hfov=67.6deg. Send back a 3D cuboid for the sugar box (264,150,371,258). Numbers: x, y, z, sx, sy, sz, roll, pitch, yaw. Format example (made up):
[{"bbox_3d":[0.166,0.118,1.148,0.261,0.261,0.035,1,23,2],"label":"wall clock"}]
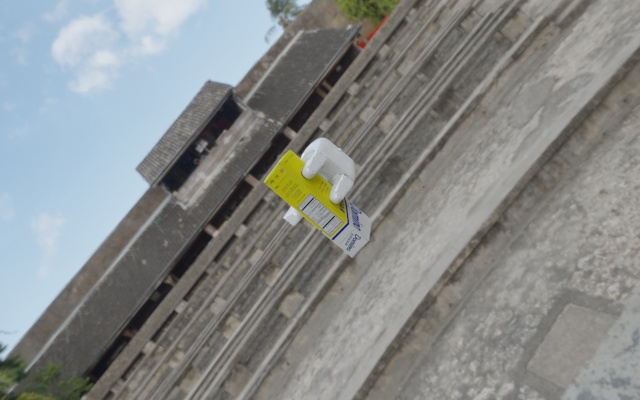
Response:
[{"bbox_3d":[0.000,0.002,0.733,0.176,0.048,0.093,38,20,-6],"label":"sugar box"}]
